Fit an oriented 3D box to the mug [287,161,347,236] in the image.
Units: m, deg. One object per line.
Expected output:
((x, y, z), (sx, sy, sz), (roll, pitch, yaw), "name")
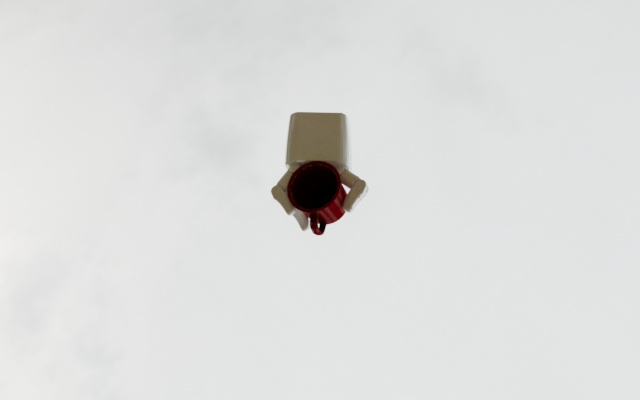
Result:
((0.000, 0.004, 0.808), (0.093, 0.117, 0.081), (-5, -24, 17), "mug")
